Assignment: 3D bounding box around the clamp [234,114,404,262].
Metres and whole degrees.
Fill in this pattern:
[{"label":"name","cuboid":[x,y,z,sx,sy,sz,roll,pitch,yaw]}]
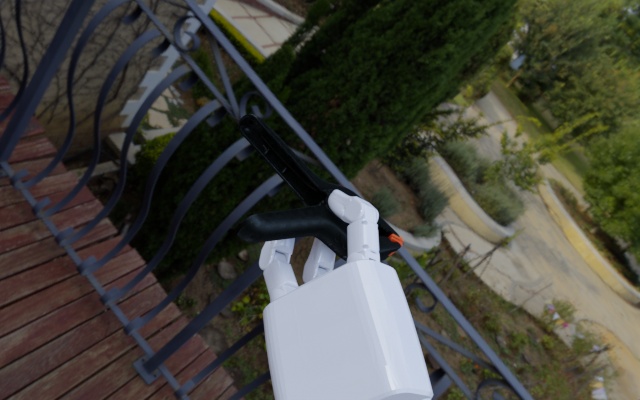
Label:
[{"label":"clamp","cuboid":[0.001,0.001,0.479,0.210,0.164,0.036,24,-54,-35]}]
